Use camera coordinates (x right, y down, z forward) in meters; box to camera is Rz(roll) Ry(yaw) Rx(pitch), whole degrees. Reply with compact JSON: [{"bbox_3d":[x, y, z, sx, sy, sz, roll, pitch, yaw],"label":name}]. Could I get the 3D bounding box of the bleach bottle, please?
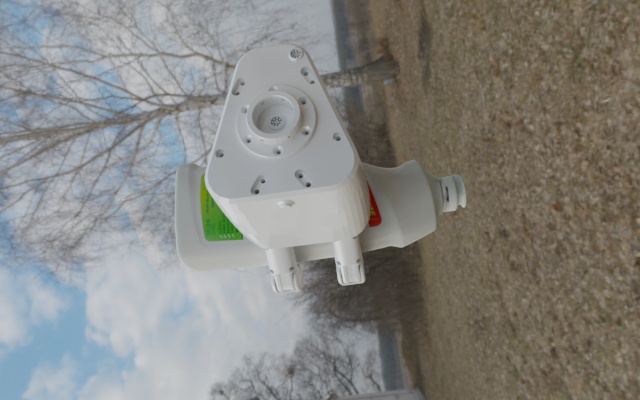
[{"bbox_3d":[0.000,0.002,0.433,0.251,0.102,0.068,-8,-20,5],"label":"bleach bottle"}]
